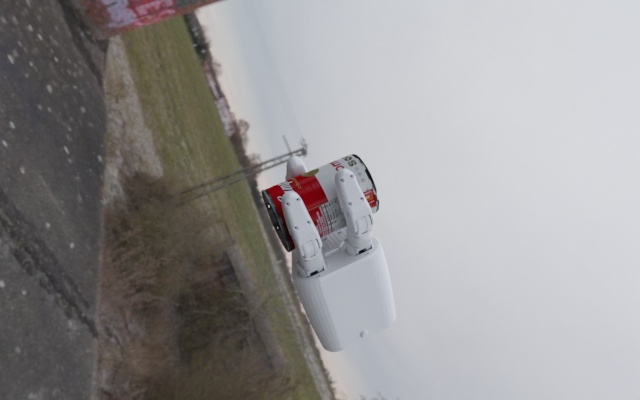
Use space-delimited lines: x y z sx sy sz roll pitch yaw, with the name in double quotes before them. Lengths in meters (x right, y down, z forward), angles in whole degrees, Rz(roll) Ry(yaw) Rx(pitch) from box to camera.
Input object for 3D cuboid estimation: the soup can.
"soup can" 0.000 0.001 0.485 0.102 0.068 0.068 -23 4 -11
